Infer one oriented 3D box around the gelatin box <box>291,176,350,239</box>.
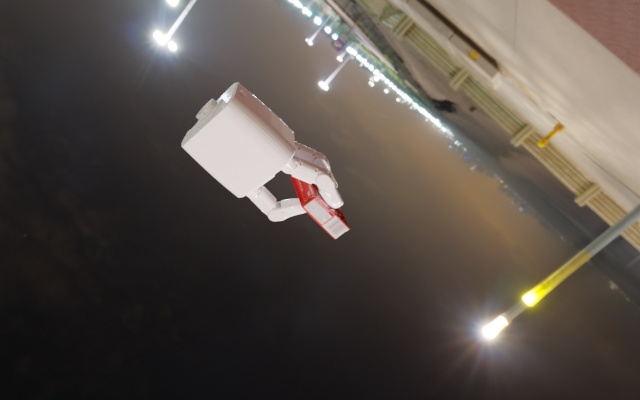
[{"bbox_3d":[0.000,0.003,0.685,0.030,0.073,0.089,-35,-51,12],"label":"gelatin box"}]
